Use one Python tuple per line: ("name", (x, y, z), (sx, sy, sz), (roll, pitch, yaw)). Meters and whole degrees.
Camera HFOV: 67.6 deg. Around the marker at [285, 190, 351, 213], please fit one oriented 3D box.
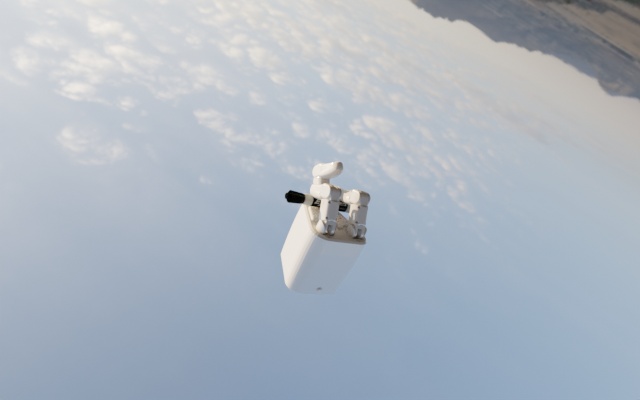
("marker", (0.000, 0.002, 0.719), (0.121, 0.020, 0.020), (10, -6, -34))
